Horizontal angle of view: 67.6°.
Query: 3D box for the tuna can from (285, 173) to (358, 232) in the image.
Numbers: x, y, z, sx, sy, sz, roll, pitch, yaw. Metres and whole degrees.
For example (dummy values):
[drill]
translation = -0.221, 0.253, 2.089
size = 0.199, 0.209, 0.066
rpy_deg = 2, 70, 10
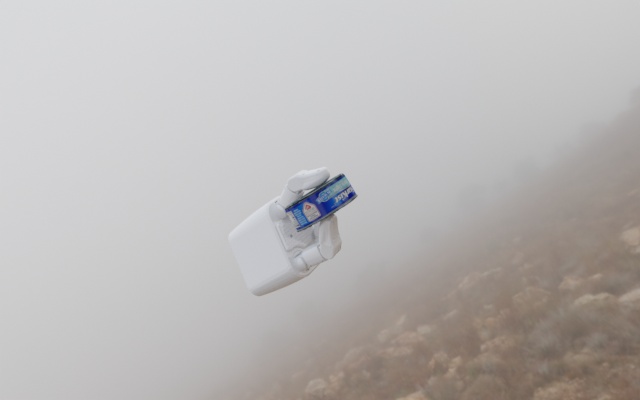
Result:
[tuna can]
translation = 0.000, 0.001, 0.578
size = 0.086, 0.034, 0.086
rpy_deg = -31, 3, 2
